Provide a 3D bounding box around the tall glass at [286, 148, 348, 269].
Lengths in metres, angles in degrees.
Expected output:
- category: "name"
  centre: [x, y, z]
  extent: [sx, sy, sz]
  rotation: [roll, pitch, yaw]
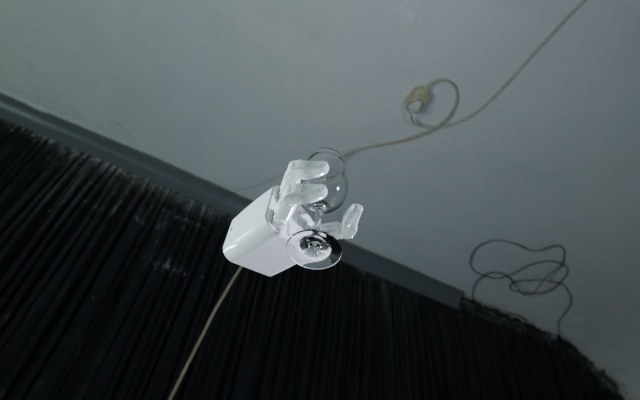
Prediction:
- category: "tall glass"
  centre: [0.000, 0.003, 0.702]
  extent: [0.079, 0.079, 0.200]
  rotation: [0, 40, 7]
